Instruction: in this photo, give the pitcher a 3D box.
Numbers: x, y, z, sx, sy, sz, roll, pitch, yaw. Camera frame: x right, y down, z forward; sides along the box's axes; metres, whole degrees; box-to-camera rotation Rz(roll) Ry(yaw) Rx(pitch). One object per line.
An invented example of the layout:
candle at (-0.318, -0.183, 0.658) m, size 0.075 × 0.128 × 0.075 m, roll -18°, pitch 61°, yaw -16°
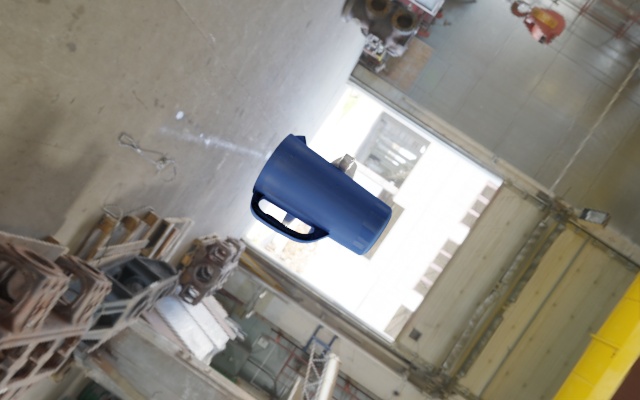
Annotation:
pitcher at (0.000, 0.003, 0.878) m, size 0.243 × 0.149 × 0.145 m, roll 34°, pitch 20°, yaw 2°
